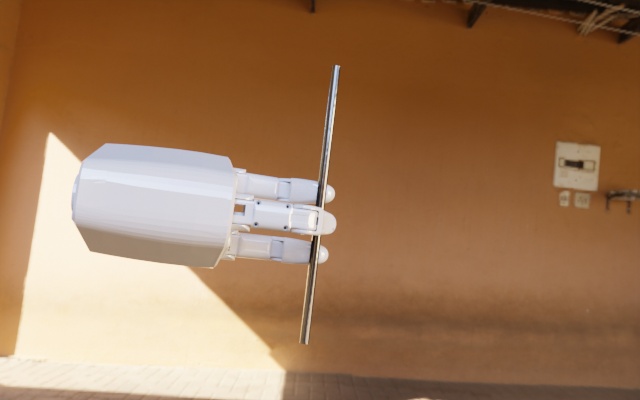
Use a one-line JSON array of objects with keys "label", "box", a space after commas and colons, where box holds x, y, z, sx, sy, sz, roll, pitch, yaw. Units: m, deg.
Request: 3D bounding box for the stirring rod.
[{"label": "stirring rod", "box": [0.000, 0.001, 0.412, 0.011, 0.239, 0.011, 7, -4, 1]}]
